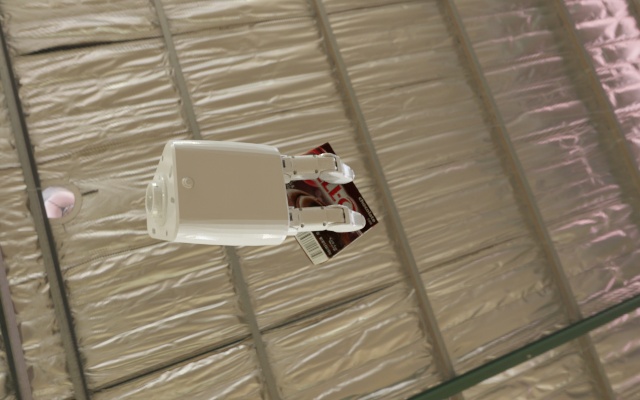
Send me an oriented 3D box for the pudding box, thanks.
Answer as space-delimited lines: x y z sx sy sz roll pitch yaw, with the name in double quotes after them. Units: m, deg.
0.000 0.002 0.528 0.090 0.113 0.039 -32 1 -39 "pudding box"
